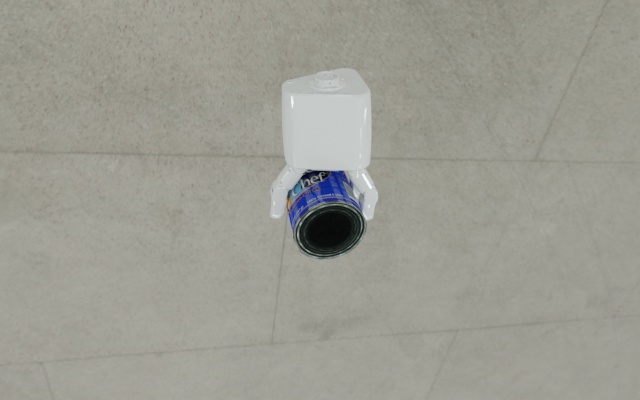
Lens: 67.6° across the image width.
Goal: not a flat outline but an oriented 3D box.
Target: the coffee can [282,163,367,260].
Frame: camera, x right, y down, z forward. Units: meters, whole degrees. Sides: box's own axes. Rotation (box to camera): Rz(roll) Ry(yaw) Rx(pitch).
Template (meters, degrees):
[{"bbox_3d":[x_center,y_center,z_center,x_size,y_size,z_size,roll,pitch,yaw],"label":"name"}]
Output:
[{"bbox_3d":[0.000,0.002,0.702,0.103,0.103,0.140,0,36,-14],"label":"coffee can"}]
